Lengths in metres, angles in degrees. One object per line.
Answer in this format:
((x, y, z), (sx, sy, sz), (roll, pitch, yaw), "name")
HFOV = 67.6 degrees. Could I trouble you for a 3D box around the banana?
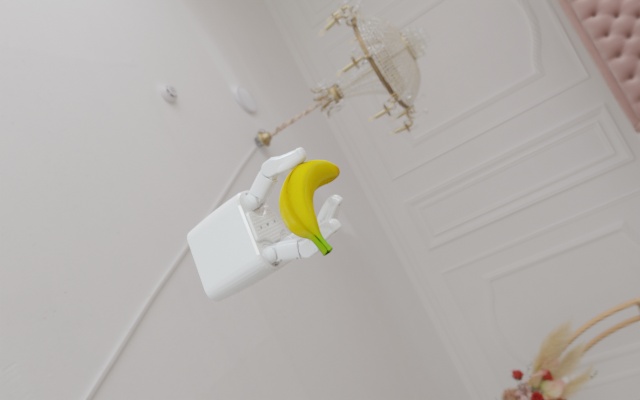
((-0.013, -0.009, 0.564), (0.037, 0.070, 0.197), (-38, 20, 24), "banana")
